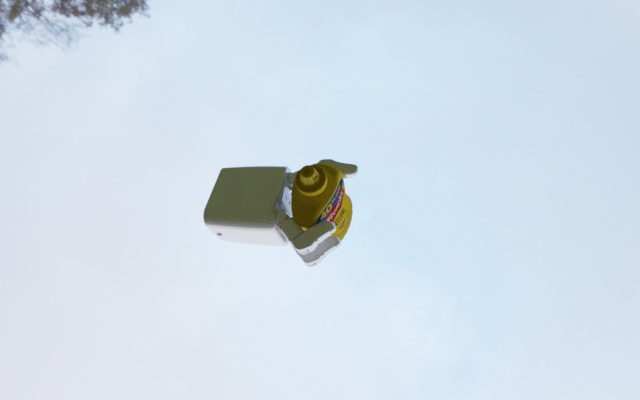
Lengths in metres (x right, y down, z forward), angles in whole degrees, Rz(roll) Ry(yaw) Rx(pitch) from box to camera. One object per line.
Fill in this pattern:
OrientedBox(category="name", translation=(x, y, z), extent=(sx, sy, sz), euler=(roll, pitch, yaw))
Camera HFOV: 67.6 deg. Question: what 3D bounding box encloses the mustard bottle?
OrientedBox(category="mustard bottle", translation=(0.000, 0.002, 0.674), extent=(0.058, 0.096, 0.192), euler=(26, -17, 21))
